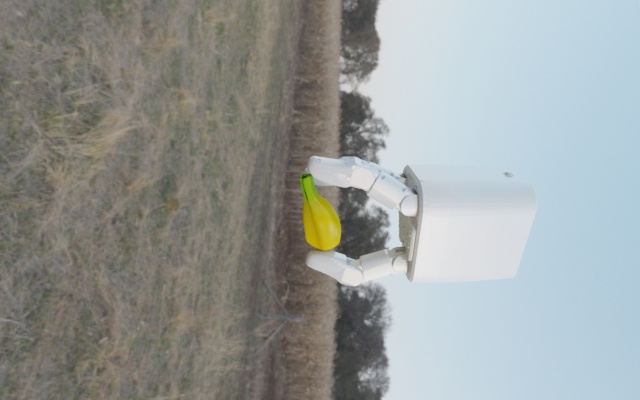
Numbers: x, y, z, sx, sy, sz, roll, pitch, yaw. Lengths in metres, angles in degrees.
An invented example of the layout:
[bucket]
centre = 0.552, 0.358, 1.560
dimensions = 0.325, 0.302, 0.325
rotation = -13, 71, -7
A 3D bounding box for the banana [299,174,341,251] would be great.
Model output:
[banana]
centre = 0.001, 0.020, 0.511
dimensions = 0.037, 0.069, 0.198
rotation = -4, -7, 0
